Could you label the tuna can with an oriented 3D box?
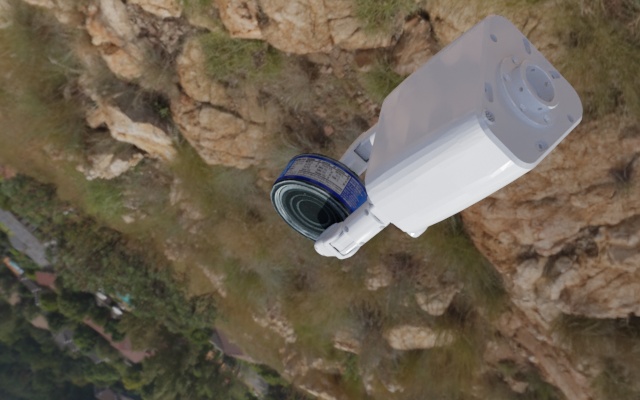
[{"bbox_3d":[0.000,0.002,0.416,0.086,0.033,0.086,22,-34,16],"label":"tuna can"}]
